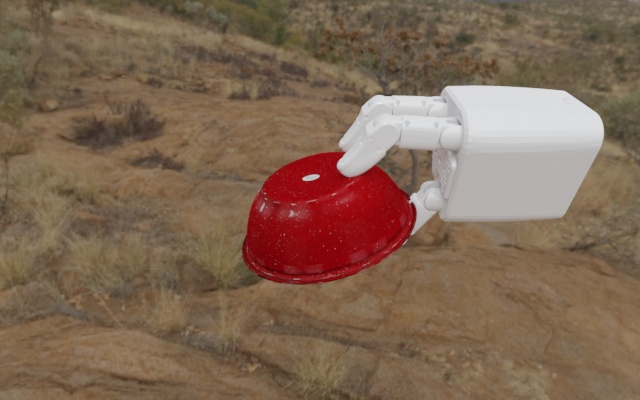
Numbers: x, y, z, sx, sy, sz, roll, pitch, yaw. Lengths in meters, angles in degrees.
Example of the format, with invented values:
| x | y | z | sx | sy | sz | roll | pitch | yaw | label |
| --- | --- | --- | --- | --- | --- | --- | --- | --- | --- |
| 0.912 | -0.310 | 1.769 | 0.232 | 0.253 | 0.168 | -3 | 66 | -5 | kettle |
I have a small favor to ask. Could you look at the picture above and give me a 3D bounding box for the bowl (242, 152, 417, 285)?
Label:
| x | y | z | sx | sy | sz | roll | pitch | yaw | label |
| --- | --- | --- | --- | --- | --- | --- | --- | --- | --- |
| -0.001 | 0.001 | 0.420 | 0.162 | 0.055 | 0.162 | -13 | 28 | 7 | bowl |
